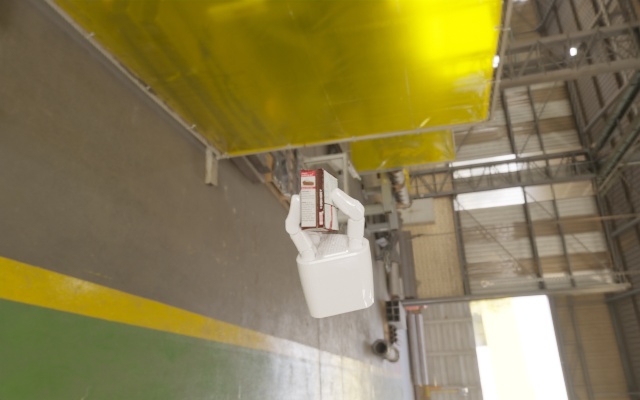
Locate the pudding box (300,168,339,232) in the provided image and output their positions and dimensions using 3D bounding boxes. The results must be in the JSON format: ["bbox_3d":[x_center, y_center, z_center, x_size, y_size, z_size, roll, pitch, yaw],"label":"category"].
[{"bbox_3d":[0.000,0.002,0.730,0.039,0.090,0.113,-3,-6,11],"label":"pudding box"}]
